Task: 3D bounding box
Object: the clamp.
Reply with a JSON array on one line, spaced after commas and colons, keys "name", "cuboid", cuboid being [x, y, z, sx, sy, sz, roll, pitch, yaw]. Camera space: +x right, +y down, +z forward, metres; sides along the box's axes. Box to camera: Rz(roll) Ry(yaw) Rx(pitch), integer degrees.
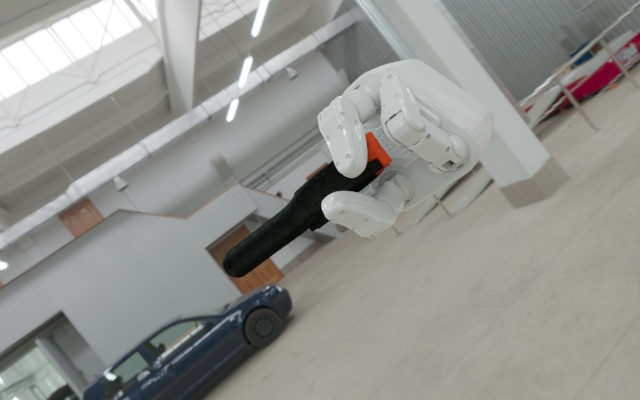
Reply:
[{"name": "clamp", "cuboid": [0.000, 0.001, 0.401, 0.171, 0.039, 0.120, -37, 0, 35]}]
